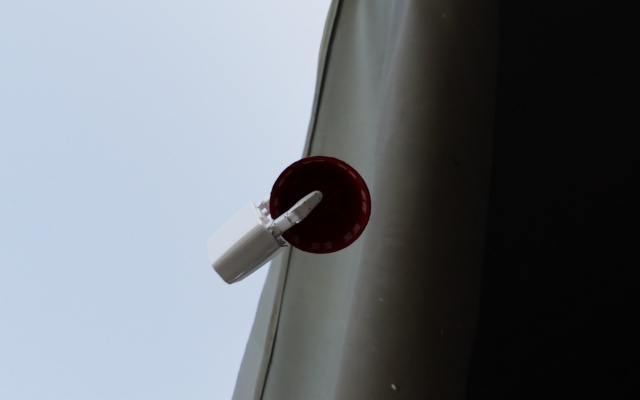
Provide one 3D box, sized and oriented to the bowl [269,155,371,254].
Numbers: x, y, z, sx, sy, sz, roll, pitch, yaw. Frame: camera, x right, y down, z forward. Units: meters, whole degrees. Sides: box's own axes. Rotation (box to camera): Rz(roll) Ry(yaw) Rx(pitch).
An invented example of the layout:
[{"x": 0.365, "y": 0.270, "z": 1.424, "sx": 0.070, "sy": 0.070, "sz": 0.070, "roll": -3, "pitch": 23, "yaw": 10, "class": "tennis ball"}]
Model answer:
[{"x": 0.001, "y": 0.002, "z": 0.776, "sx": 0.162, "sy": 0.162, "sz": 0.055, "roll": 0, "pitch": 15, "yaw": 2, "class": "bowl"}]
